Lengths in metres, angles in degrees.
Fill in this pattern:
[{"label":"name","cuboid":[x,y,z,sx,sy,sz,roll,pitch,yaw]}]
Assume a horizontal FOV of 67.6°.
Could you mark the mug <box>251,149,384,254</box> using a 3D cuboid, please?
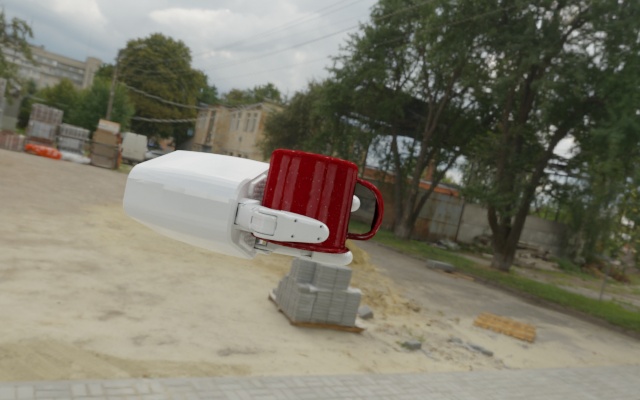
[{"label":"mug","cuboid":[0.001,0.002,0.439,0.117,0.081,0.093,11,2,9]}]
